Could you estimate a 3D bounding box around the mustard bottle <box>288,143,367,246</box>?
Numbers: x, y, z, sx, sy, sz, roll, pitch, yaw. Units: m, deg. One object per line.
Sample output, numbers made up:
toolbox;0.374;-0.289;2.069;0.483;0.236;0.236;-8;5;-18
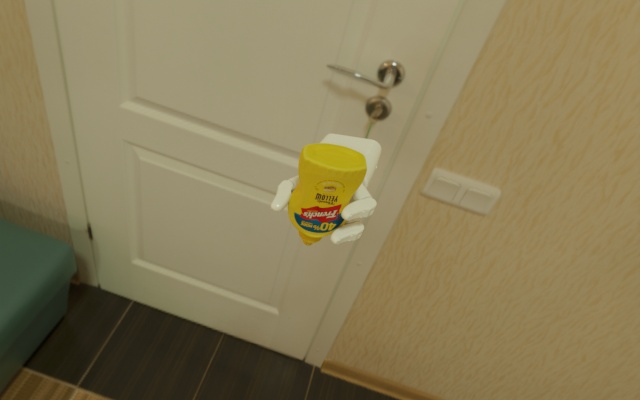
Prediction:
mustard bottle;0.000;0.002;0.737;0.096;0.058;0.192;7;-46;-12
